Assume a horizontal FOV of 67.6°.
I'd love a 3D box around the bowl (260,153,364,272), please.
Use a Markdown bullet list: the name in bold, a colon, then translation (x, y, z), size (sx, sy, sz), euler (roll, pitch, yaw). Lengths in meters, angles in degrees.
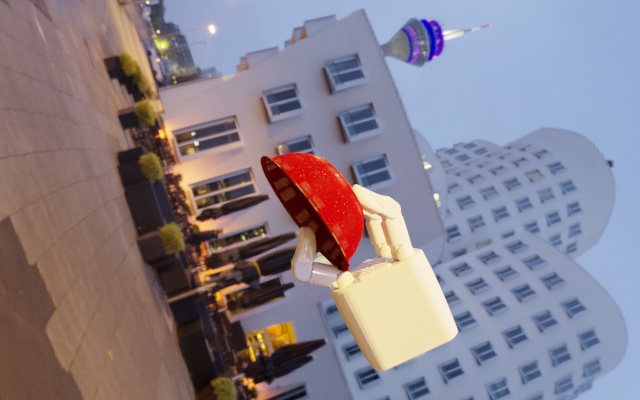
- **bowl**: translation (0.000, 0.000, 0.546), size (0.055, 0.162, 0.162), euler (-37, 9, -12)
